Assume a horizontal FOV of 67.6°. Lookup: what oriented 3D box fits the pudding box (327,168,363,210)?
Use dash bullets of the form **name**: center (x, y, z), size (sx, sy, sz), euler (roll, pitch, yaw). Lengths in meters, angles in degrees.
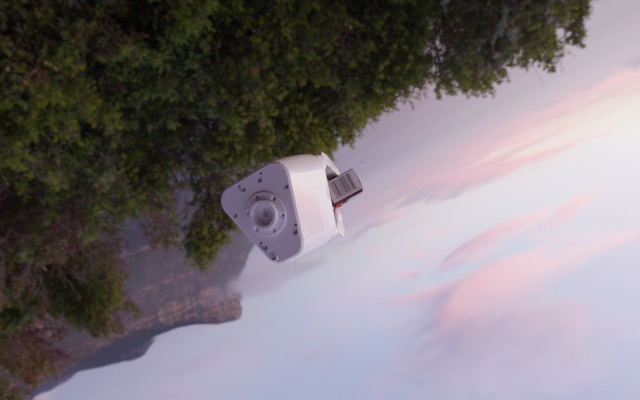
- **pudding box**: center (0.000, 0.002, 0.686), size (0.113, 0.039, 0.090), euler (-26, -4, -8)
